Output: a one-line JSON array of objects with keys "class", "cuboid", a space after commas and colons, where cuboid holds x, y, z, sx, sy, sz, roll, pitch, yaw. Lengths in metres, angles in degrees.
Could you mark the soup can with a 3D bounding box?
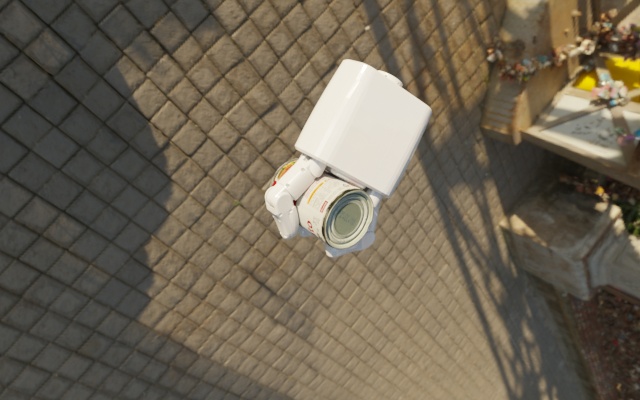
[{"class": "soup can", "cuboid": [0.000, 0.002, 0.515, 0.068, 0.068, 0.102, 0, 21, -40]}]
